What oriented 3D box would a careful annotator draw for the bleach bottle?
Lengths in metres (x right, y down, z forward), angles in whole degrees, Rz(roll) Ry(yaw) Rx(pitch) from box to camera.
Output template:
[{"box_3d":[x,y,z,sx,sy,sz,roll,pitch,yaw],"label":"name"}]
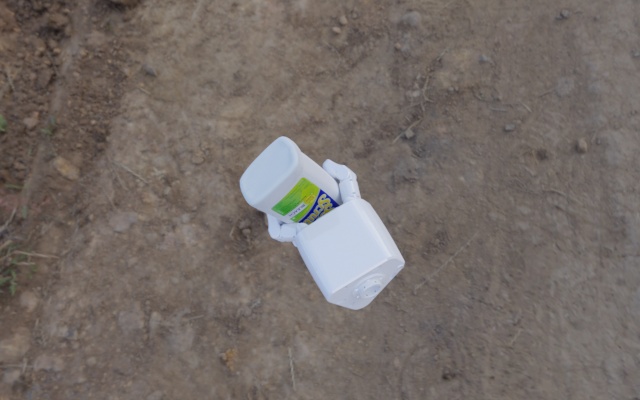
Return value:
[{"box_3d":[0.000,0.002,0.715,0.102,0.068,0.251,-42,-39,15],"label":"bleach bottle"}]
